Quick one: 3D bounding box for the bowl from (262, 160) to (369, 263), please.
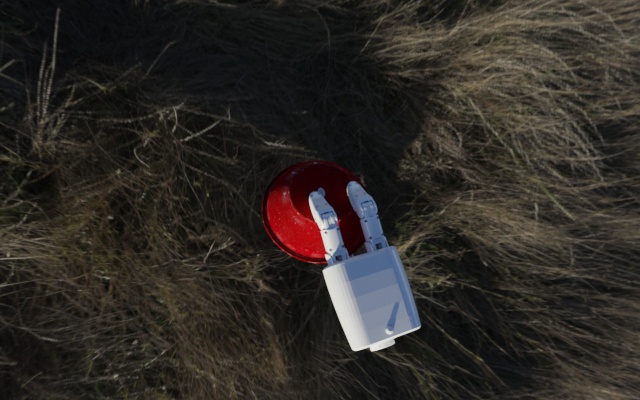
[{"bbox_3d":[-0.001,0.001,0.663,0.162,0.162,0.055,0,-26,-8],"label":"bowl"}]
